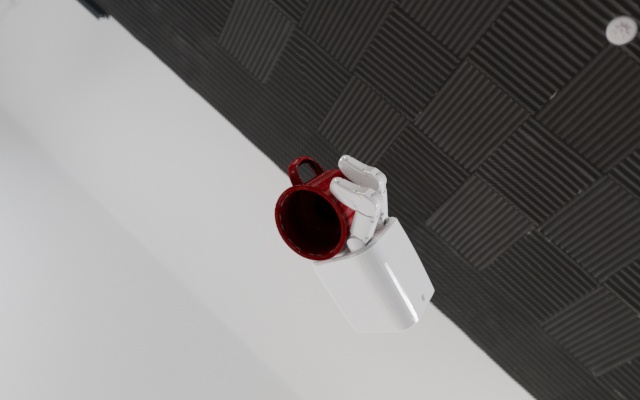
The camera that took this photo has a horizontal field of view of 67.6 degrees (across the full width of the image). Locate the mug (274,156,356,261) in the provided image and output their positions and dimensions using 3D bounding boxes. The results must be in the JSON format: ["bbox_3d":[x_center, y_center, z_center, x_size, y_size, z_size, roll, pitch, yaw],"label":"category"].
[{"bbox_3d":[-0.001,0.001,0.567,0.093,0.117,0.081,-25,7,36],"label":"mug"}]
